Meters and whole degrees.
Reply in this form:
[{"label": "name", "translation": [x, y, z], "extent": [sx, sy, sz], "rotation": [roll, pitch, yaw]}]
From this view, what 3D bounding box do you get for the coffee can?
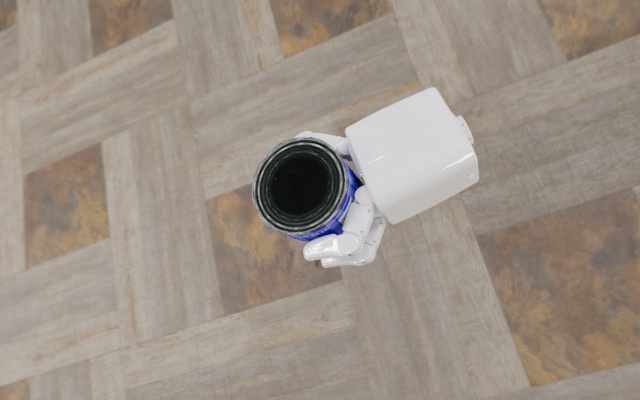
[{"label": "coffee can", "translation": [0.000, 0.002, 0.538], "extent": [0.103, 0.102, 0.140], "rotation": [0, -15, 20]}]
